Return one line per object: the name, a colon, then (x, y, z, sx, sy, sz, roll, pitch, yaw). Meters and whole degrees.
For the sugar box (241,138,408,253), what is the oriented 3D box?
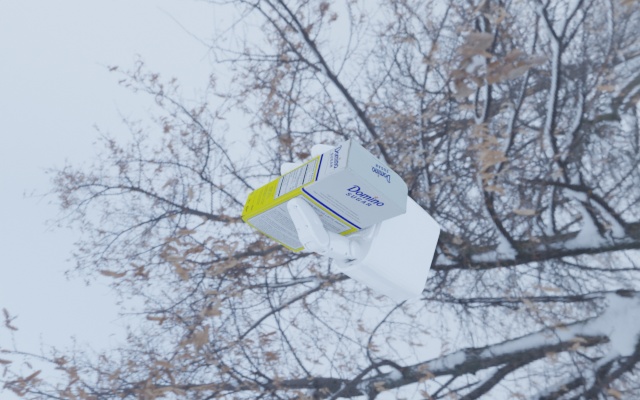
sugar box: (0.000, 0.001, 0.533, 0.093, 0.048, 0.176, 35, -42, -31)
